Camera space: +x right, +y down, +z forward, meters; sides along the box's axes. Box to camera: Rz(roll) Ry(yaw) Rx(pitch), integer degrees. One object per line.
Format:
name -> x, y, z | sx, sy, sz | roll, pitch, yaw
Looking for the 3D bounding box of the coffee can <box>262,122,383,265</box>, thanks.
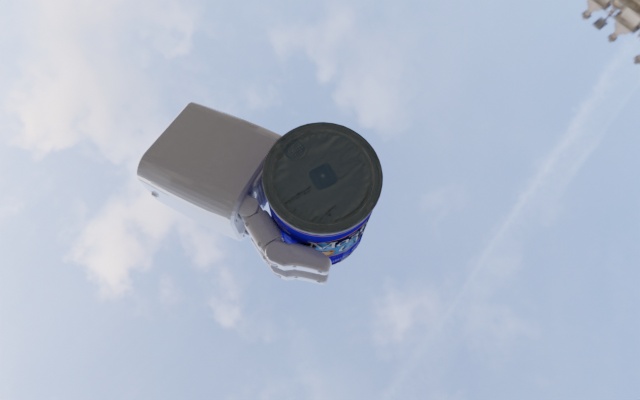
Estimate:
coffee can -> 0.000, 0.002, 0.469 | 0.103, 0.102, 0.140 | 0, -19, -2
